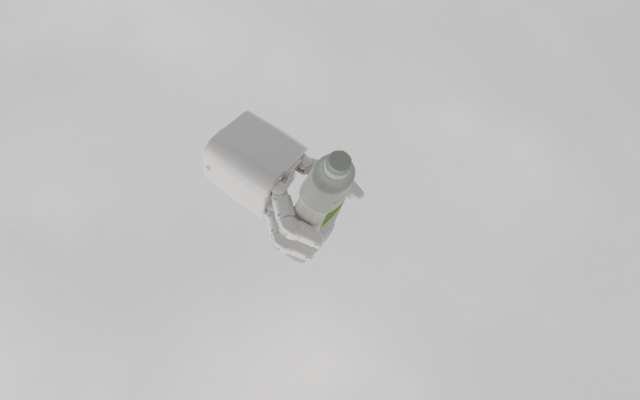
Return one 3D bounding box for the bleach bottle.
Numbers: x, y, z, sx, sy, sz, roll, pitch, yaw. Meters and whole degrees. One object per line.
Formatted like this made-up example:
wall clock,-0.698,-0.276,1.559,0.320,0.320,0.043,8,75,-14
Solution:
bleach bottle,0.000,0.002,0.654,0.068,0.102,0.251,35,-28,5
